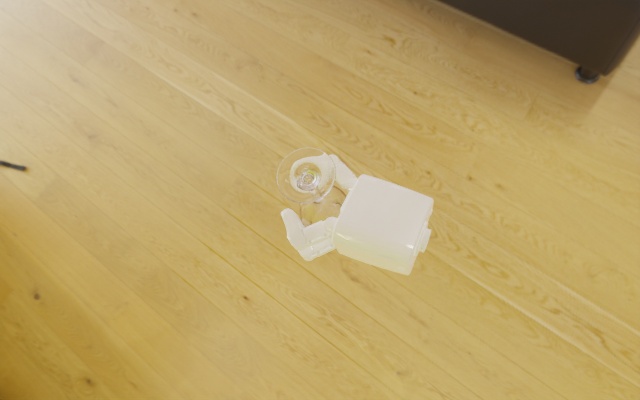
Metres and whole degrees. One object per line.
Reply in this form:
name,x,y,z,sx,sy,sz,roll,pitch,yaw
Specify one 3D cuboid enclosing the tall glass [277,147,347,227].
tall glass,0.000,0.002,0.674,0.079,0.079,0.201,0,-20,11
